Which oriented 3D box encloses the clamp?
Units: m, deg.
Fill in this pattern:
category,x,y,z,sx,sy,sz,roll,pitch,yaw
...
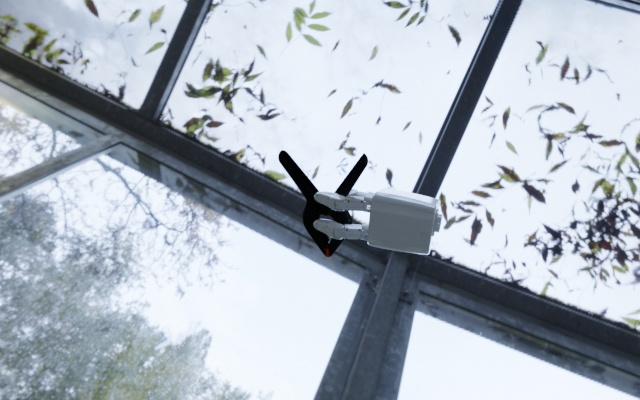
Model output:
category,x,y,z,sx,sy,sz,roll,pitch,yaw
clamp,0.001,0.003,0.864,0.164,0.210,0.036,12,28,19
